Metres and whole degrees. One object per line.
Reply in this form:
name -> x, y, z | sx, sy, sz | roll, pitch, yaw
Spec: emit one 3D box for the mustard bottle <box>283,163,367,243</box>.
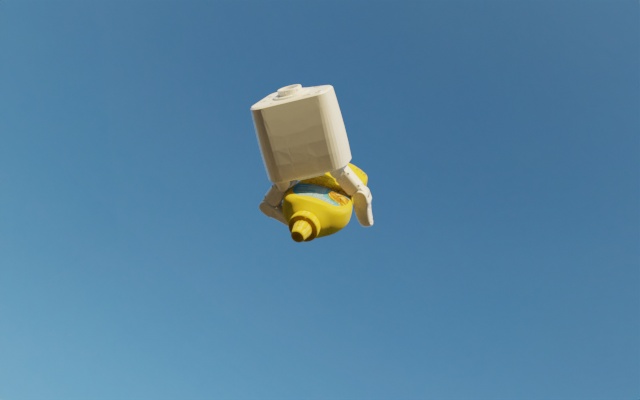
mustard bottle -> 0.000, 0.002, 0.676 | 0.096, 0.058, 0.191 | 17, 31, 10
